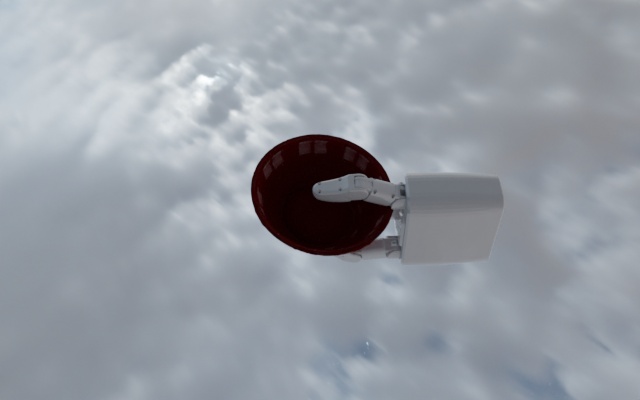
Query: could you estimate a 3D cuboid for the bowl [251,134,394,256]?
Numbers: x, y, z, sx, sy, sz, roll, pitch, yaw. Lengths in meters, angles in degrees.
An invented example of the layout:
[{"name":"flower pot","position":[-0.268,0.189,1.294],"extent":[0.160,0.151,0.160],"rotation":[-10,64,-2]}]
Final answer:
[{"name":"bowl","position":[-0.001,0.002,0.554],"extent":[0.162,0.162,0.055],"rotation":[0,-32,-9]}]
